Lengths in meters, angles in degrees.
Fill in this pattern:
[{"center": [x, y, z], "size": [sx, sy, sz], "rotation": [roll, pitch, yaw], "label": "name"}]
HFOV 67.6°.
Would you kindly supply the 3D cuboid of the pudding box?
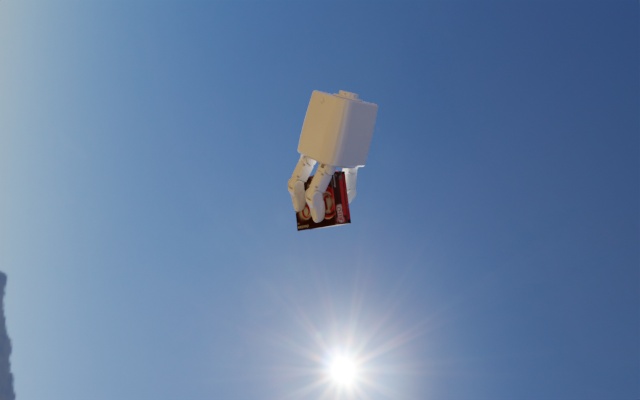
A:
[{"center": [0.000, 0.003, 0.820], "size": [0.039, 0.090, 0.113], "rotation": [-1, -8, -36], "label": "pudding box"}]
